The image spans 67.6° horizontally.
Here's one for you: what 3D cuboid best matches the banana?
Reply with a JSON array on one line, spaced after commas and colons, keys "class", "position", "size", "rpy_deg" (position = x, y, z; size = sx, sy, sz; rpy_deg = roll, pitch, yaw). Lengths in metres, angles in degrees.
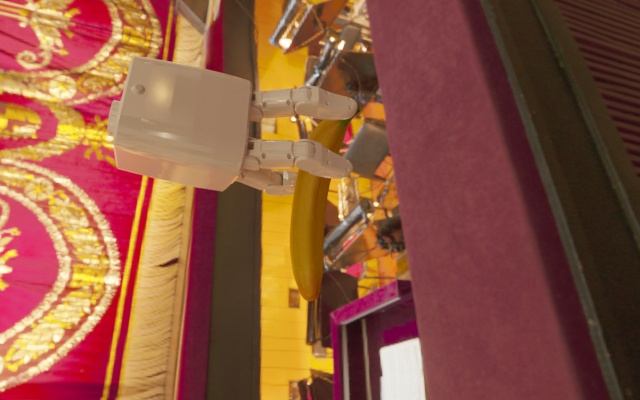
[{"class": "banana", "position": [-0.005, -0.001, 0.483], "size": [0.037, 0.198, 0.069], "rpy_deg": [13, -5, -18]}]
